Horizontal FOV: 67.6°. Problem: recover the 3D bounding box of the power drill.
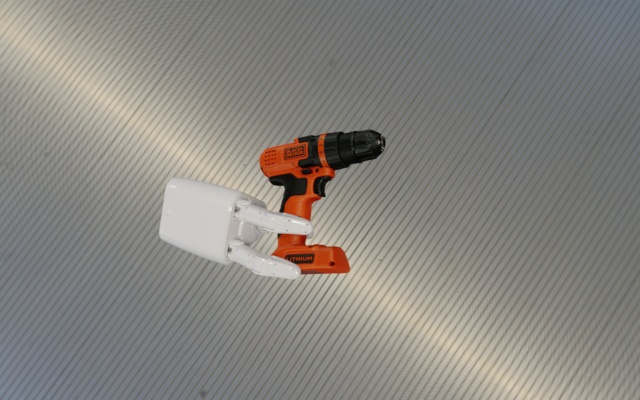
[{"bbox_3d":[0.000,0.003,0.632,0.184,0.187,0.057,-8,-18,29],"label":"power drill"}]
